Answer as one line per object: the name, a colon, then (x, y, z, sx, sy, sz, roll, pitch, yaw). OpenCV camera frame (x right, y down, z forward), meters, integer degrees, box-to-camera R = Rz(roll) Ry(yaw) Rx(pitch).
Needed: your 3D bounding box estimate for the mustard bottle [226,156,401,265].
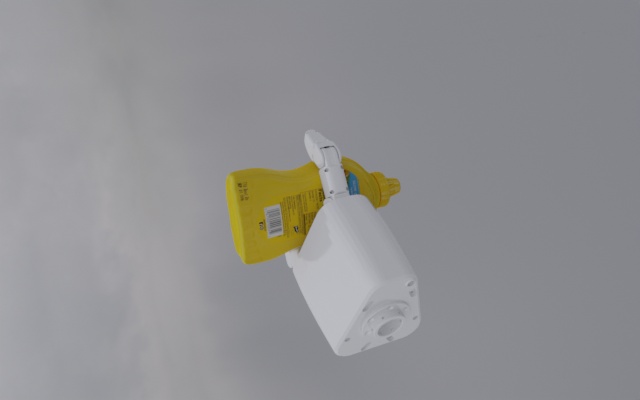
mustard bottle: (0.000, 0.002, 0.514, 0.191, 0.096, 0.058, -12, 21, -19)
